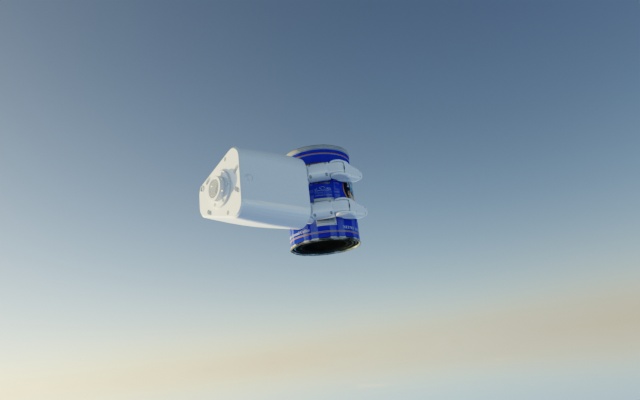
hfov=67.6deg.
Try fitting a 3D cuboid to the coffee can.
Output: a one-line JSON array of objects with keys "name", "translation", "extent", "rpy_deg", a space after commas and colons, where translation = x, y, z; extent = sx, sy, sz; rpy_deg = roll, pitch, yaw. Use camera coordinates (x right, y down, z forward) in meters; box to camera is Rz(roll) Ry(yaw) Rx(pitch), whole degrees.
[{"name": "coffee can", "translation": [0.000, 0.002, 0.706], "extent": [0.103, 0.140, 0.103], "rpy_deg": [-6, -18, -2]}]
